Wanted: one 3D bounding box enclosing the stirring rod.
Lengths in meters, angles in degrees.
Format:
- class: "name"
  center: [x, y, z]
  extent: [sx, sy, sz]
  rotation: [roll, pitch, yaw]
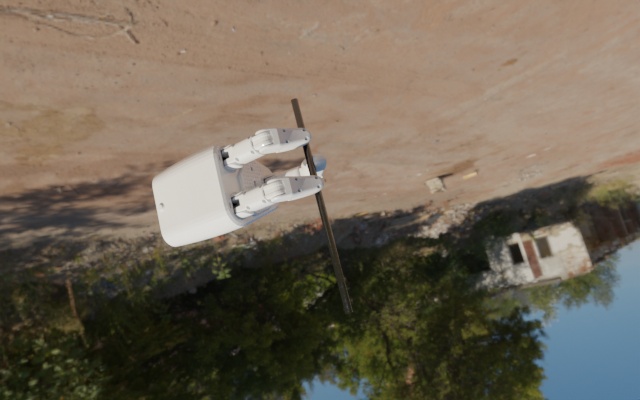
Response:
- class: "stirring rod"
  center: [0.000, 0.002, 0.514]
  extent: [0.011, 0.239, 0.011]
  rotation: [-14, -10, -3]
